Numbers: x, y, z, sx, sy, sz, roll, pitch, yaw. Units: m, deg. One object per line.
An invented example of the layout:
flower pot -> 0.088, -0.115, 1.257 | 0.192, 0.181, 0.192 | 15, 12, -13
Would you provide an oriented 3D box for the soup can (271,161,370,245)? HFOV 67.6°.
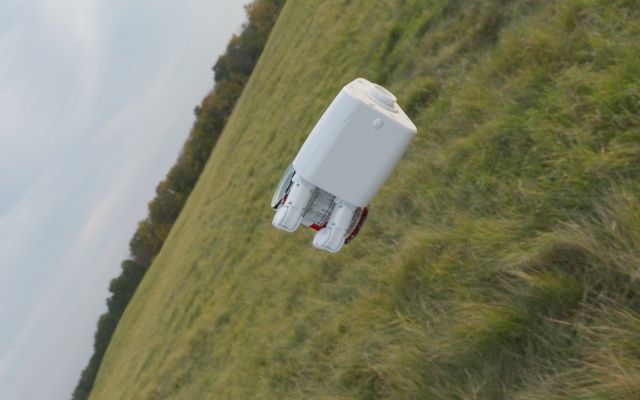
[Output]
soup can -> 0.000, 0.002, 0.581 | 0.102, 0.068, 0.068 | 27, -7, -14
